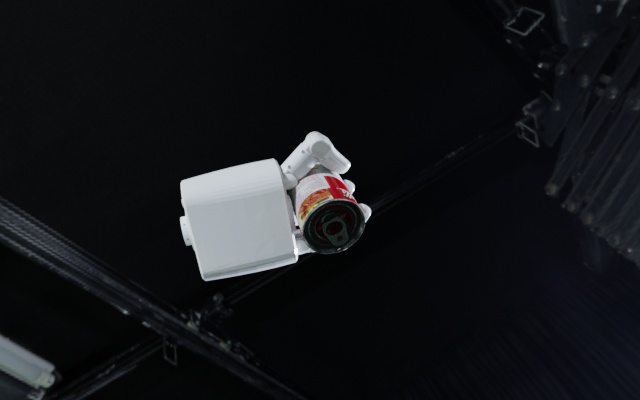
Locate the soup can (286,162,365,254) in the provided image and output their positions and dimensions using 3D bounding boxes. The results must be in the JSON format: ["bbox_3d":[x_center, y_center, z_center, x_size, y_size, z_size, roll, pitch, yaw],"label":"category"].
[{"bbox_3d":[0.000,0.001,0.530,0.068,0.068,0.102,0,32,-19],"label":"soup can"}]
